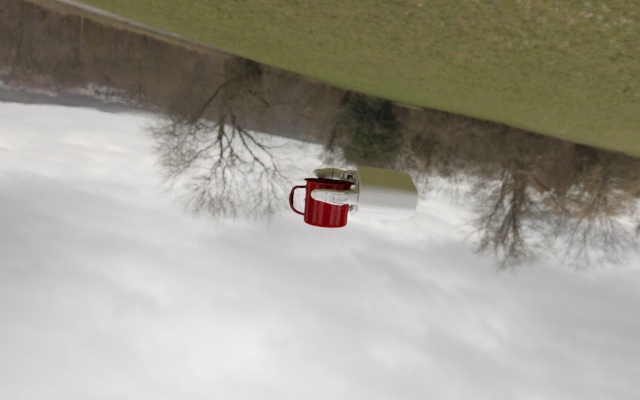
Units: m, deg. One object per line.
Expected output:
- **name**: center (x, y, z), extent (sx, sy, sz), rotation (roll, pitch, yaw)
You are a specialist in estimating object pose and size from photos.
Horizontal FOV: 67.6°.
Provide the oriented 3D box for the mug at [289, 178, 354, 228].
- **mug**: center (-0.001, 0.003, 0.876), extent (0.117, 0.081, 0.093), rotation (5, 8, -3)
